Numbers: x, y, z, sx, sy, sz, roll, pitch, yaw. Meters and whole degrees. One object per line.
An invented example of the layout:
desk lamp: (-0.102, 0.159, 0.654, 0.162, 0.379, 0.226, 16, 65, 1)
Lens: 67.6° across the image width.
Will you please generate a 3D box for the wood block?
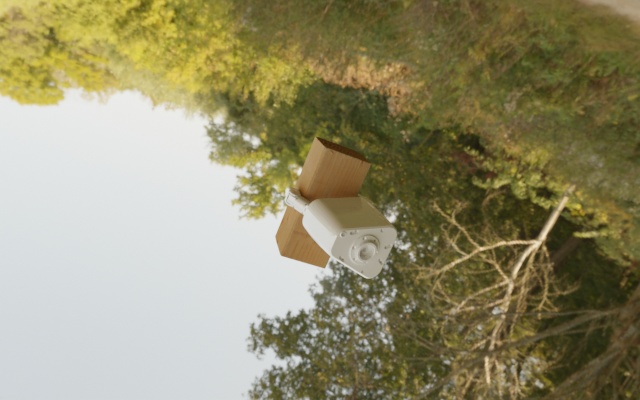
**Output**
wood block: (0.000, 0.003, 0.853, 0.091, 0.206, 0.090, 19, 15, -17)
